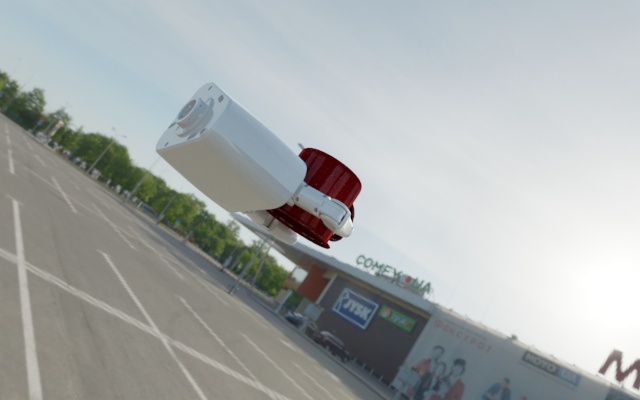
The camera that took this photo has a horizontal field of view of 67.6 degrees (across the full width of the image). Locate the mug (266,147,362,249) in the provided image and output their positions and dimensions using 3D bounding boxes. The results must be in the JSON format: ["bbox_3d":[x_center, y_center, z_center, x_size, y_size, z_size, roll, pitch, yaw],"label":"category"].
[{"bbox_3d":[0.001,0.002,0.540,0.117,0.081,0.093,42,-14,-36],"label":"mug"}]
